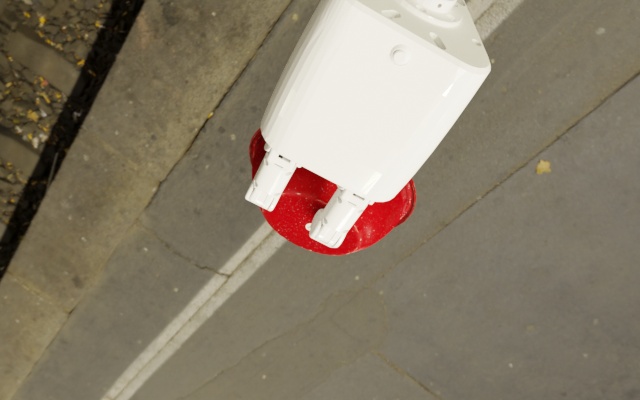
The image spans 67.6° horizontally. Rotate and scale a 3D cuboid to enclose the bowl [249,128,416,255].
[{"bbox_3d":[0.000,0.002,0.429,0.162,0.055,0.162,17,-33,11],"label":"bowl"}]
